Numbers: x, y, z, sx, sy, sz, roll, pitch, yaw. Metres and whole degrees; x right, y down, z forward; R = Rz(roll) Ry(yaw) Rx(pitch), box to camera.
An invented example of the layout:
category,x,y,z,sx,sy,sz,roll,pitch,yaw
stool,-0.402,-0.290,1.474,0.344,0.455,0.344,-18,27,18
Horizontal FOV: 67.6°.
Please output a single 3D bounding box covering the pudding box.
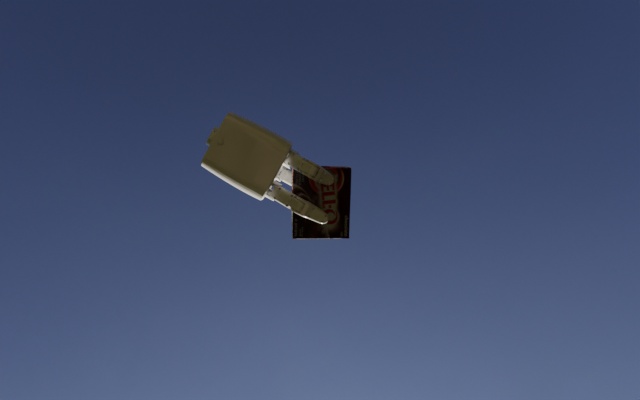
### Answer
category,x,y,z,sx,sy,sz,roll,pitch,yaw
pudding box,0.000,0.002,0.743,0.090,0.113,0.039,0,8,-7
